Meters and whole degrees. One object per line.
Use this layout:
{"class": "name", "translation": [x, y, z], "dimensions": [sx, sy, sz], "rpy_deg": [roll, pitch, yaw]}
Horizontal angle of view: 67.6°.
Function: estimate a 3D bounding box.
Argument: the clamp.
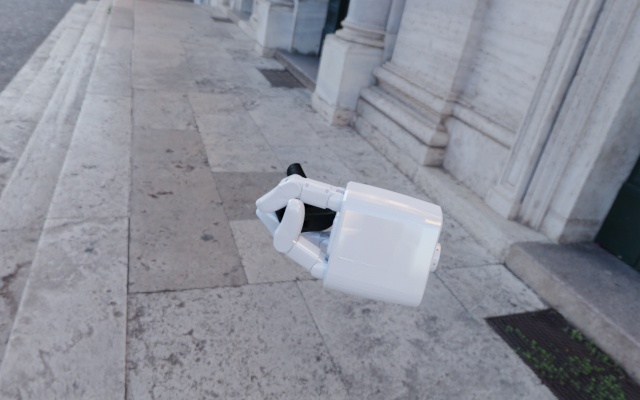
{"class": "clamp", "translation": [0.000, 0.001, 0.598], "dimensions": [0.120, 0.039, 0.171], "rpy_deg": [14, 25, 4]}
